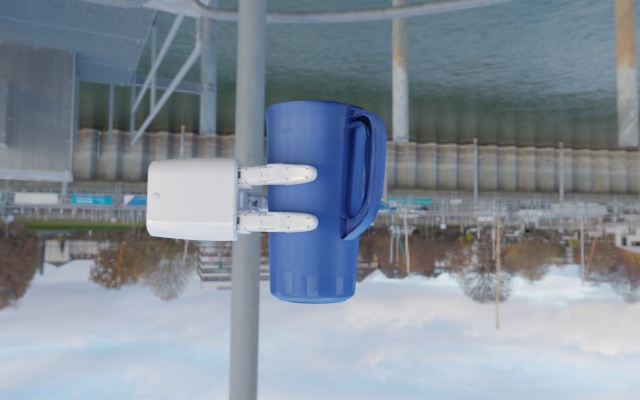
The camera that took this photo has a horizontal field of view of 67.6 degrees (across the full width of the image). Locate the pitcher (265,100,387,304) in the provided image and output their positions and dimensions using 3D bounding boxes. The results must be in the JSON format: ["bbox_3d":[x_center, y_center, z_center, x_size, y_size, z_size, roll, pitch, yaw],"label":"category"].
[{"bbox_3d":[0.000,0.002,0.599,0.145,0.243,0.149,1,-3,-1],"label":"pitcher"}]
